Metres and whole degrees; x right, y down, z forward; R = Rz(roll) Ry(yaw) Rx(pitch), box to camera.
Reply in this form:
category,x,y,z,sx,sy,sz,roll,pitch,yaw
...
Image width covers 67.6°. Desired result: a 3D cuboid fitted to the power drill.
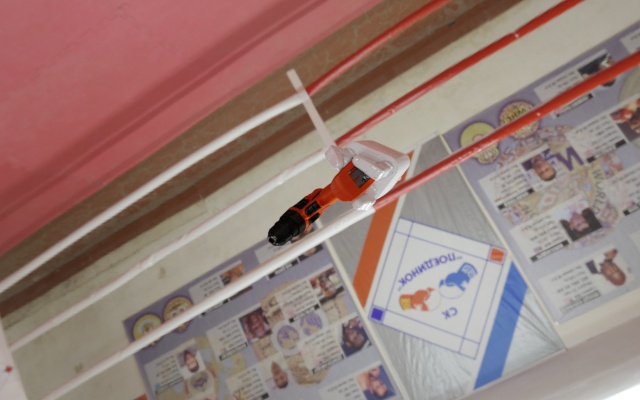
category,x,y,z,sx,sy,sz,roll,pitch,yaw
power drill,0.001,0.003,0.874,0.188,0.057,0.184,-32,8,43
